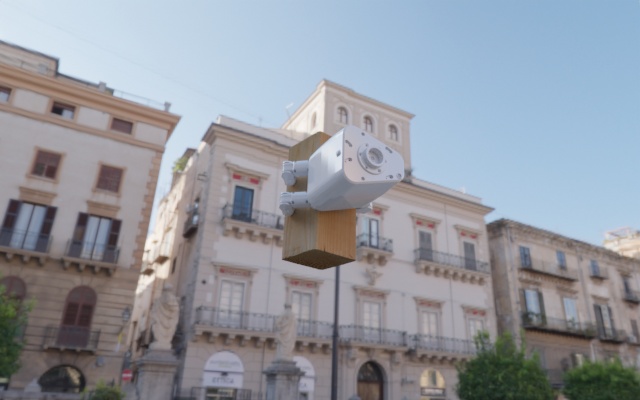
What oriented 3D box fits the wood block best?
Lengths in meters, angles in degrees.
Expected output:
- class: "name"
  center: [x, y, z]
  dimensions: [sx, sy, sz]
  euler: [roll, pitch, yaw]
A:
- class: "wood block"
  center: [0.001, 0.002, 0.809]
  dimensions: [0.091, 0.206, 0.090]
  euler: [20, -29, -36]
